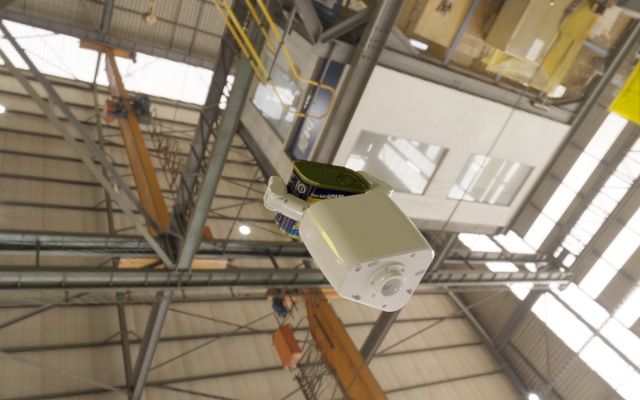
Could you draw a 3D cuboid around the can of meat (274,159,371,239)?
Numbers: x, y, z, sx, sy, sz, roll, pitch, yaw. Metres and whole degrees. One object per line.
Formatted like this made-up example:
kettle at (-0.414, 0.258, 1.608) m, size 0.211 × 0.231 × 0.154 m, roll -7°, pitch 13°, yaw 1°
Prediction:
can of meat at (0.000, 0.002, 0.606) m, size 0.102 × 0.084 × 0.057 m, roll 6°, pitch 30°, yaw -33°
